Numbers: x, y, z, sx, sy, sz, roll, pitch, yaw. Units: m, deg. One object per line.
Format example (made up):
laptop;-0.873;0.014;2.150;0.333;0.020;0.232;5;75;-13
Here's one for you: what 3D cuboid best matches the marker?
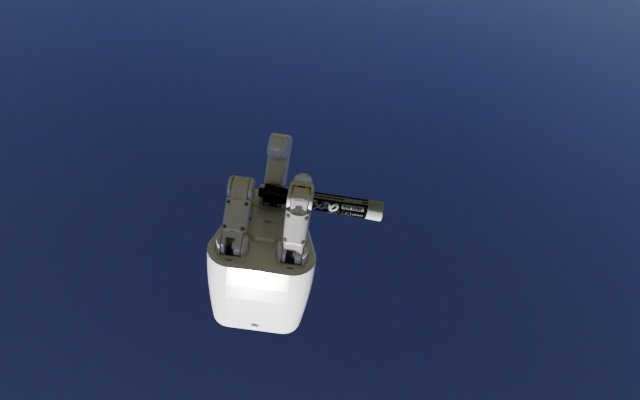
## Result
marker;0.000;0.001;0.462;0.121;0.020;0.020;9;0;-2
